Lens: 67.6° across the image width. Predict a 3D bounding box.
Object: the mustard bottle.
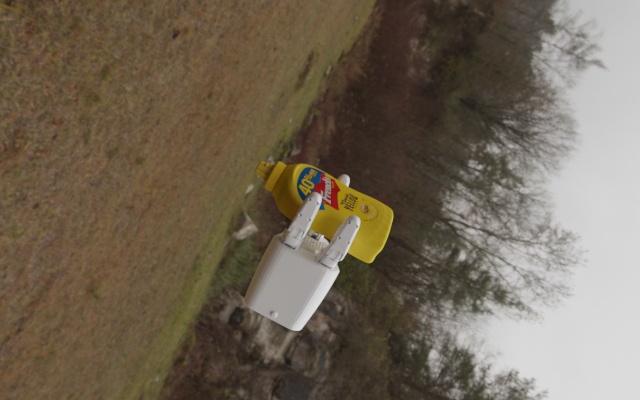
[{"bbox_3d":[0.000,0.002,0.636,0.191,0.058,0.096,29,40,-2],"label":"mustard bottle"}]
